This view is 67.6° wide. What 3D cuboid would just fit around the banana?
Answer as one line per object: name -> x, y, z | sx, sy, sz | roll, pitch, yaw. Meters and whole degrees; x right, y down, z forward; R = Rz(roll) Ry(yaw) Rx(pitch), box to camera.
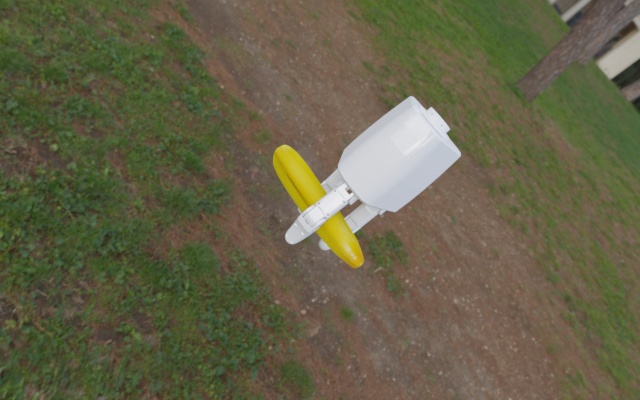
banana -> -0.010, -0.006, 0.574 | 0.037, 0.197, 0.070 | -40, -30, 11
